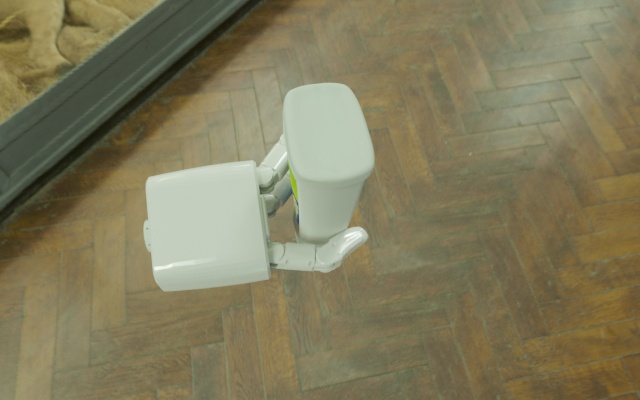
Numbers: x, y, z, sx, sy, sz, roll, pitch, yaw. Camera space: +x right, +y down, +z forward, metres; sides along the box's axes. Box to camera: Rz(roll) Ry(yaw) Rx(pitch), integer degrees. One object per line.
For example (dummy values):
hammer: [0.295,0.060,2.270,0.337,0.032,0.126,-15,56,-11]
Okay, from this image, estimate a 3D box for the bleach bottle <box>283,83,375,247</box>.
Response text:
bleach bottle: [0.000,0.001,0.488,0.068,0.102,0.251,-8,-29,-7]
